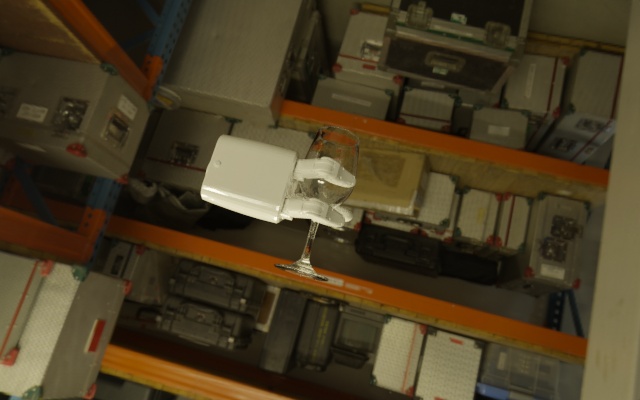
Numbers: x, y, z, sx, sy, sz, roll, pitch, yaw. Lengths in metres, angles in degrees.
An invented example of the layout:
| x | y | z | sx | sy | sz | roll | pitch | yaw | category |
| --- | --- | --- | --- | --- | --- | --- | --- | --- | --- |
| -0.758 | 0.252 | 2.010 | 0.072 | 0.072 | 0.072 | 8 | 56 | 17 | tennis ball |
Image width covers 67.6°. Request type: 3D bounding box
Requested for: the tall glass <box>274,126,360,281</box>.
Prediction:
| x | y | z | sx | sy | sz | roll | pitch | yaw | category |
| --- | --- | --- | --- | --- | --- | --- | --- | --- | --- |
| 0.000 | 0.003 | 0.647 | 0.079 | 0.201 | 0.079 | 15 | -14 | 4 | tall glass |
